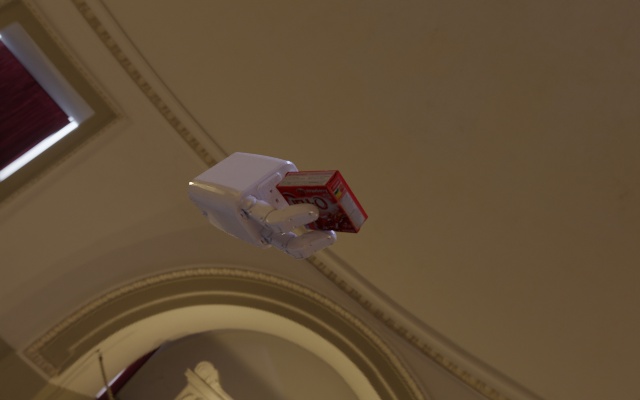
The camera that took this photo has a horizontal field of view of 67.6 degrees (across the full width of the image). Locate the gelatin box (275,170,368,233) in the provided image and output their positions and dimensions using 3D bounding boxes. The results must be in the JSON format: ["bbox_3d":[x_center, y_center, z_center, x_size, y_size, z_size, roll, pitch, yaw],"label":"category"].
[{"bbox_3d":[0.001,0.001,0.551,0.089,0.073,0.030,1,45,46],"label":"gelatin box"}]
